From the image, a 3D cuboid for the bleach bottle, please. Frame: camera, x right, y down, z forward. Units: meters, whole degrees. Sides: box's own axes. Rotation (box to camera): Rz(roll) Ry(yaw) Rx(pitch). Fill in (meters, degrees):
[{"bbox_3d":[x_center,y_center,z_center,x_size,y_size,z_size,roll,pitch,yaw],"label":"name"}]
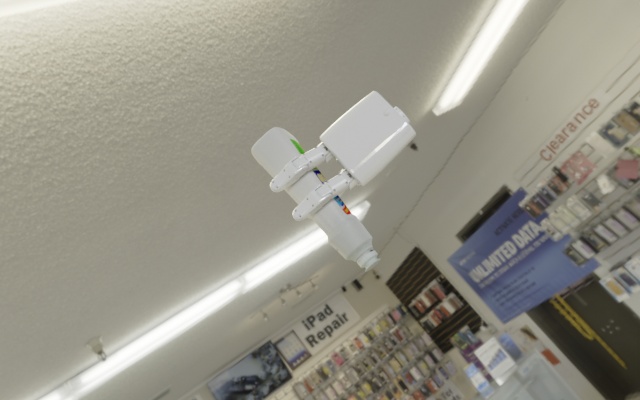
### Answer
[{"bbox_3d":[0.000,0.002,0.721,0.068,0.250,0.102,-42,-18,6],"label":"bleach bottle"}]
